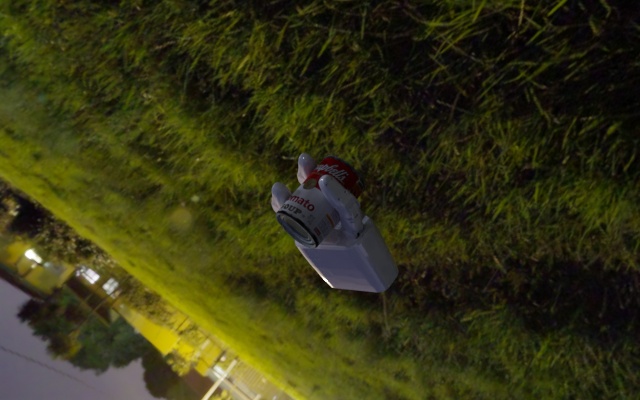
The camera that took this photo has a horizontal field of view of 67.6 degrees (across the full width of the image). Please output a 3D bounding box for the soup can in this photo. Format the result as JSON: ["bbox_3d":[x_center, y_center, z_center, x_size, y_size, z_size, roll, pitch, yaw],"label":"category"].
[{"bbox_3d":[0.000,0.002,0.603,0.068,0.102,0.068,34,-22,16],"label":"soup can"}]
